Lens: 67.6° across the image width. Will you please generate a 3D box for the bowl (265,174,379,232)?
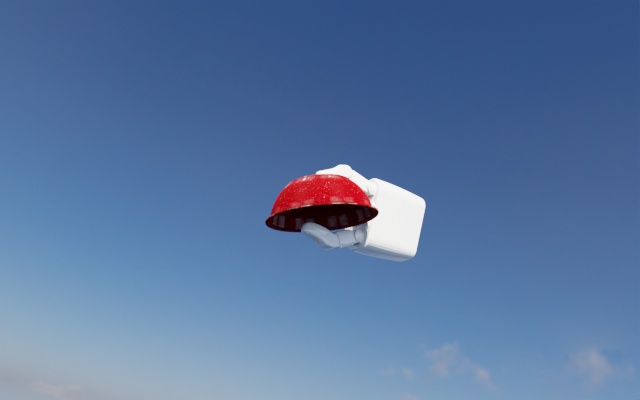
[{"bbox_3d":[-0.001,0.002,0.682,0.162,0.055,0.162,-5,-15,-1],"label":"bowl"}]
